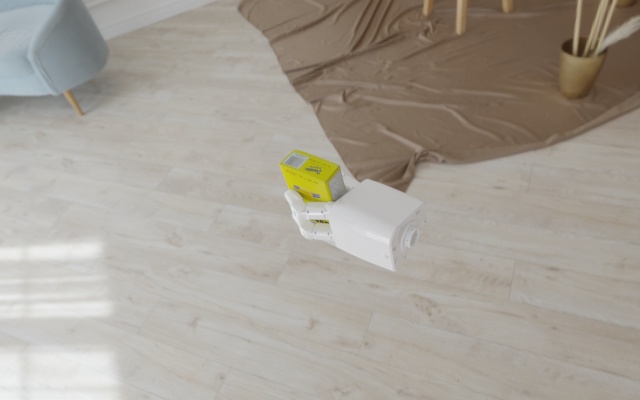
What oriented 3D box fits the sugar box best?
[{"bbox_3d":[0.000,0.003,0.776,0.093,0.176,0.048,23,57,32],"label":"sugar box"}]
